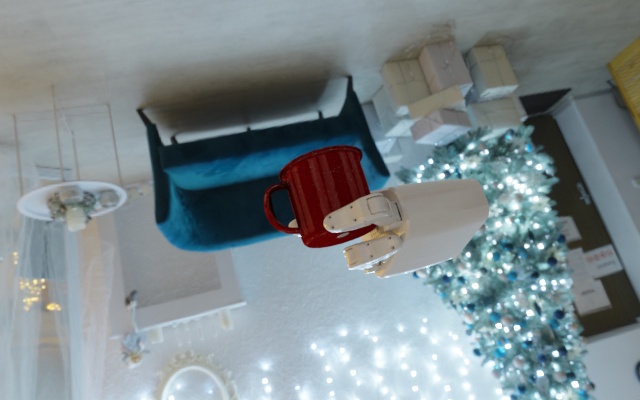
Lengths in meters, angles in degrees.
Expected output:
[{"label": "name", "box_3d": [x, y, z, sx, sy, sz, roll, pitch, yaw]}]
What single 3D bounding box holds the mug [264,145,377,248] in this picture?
[{"label": "mug", "box_3d": [-0.001, 0.002, 0.494, 0.117, 0.081, 0.093, -10, -18, -20]}]
